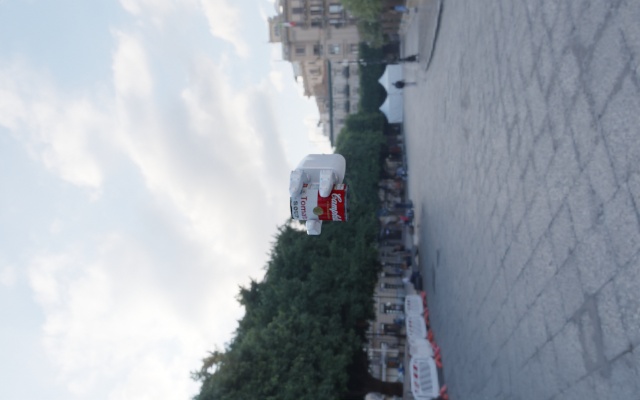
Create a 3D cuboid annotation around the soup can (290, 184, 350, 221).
[{"bbox_3d":[0.000,0.003,0.873,0.102,0.068,0.068,1,0,8],"label":"soup can"}]
